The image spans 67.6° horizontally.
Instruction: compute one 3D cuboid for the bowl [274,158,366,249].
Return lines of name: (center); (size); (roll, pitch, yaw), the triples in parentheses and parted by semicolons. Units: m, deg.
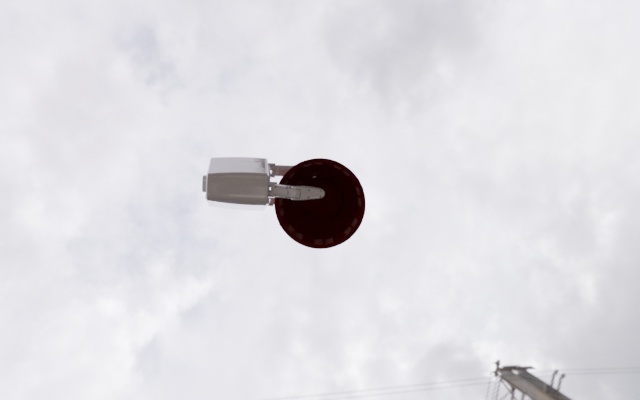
bowl: (0.001, 0.003, 0.863); (0.162, 0.162, 0.055); (0, 8, 3)
